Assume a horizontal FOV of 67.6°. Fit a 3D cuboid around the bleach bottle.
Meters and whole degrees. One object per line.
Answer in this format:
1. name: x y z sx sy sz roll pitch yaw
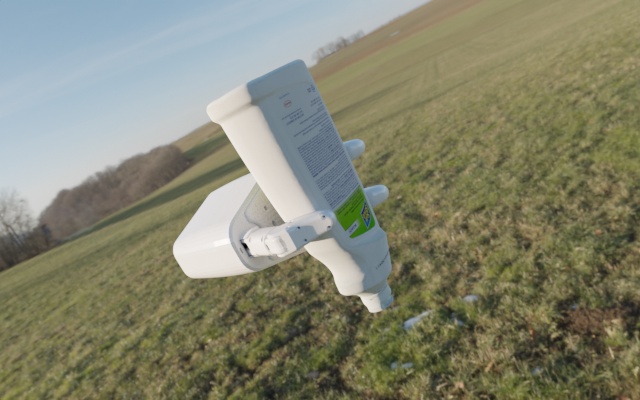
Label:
1. bleach bottle: 0.000 0.001 0.451 0.068 0.251 0.102 -15 18 42
